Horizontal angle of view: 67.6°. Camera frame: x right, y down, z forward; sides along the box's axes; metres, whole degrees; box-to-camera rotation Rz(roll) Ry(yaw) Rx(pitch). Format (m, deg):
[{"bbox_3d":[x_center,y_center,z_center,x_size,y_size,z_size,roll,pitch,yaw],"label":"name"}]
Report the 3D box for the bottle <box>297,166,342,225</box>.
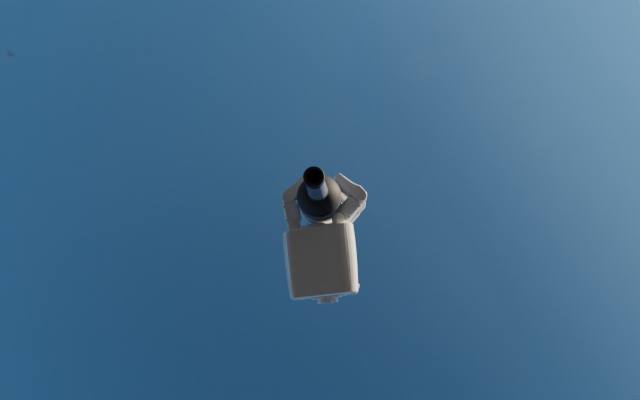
[{"bbox_3d":[0.000,0.002,0.745,0.069,0.069,0.296,0,-13,3],"label":"bottle"}]
